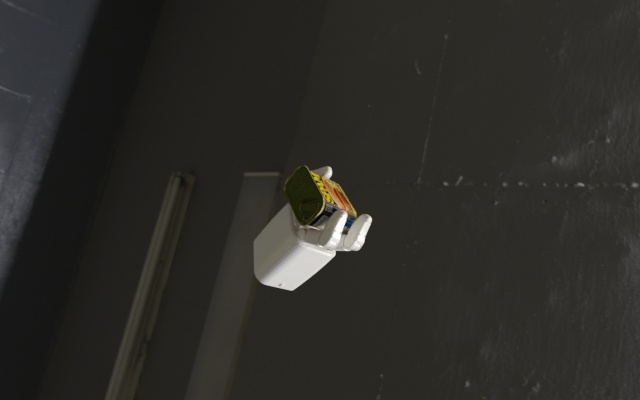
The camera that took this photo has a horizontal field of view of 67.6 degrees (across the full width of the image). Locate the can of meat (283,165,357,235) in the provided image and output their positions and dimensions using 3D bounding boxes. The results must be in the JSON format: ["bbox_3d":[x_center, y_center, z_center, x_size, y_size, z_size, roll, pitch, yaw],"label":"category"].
[{"bbox_3d":[0.000,0.002,0.754,0.084,0.102,0.057,23,-61,-43],"label":"can of meat"}]
